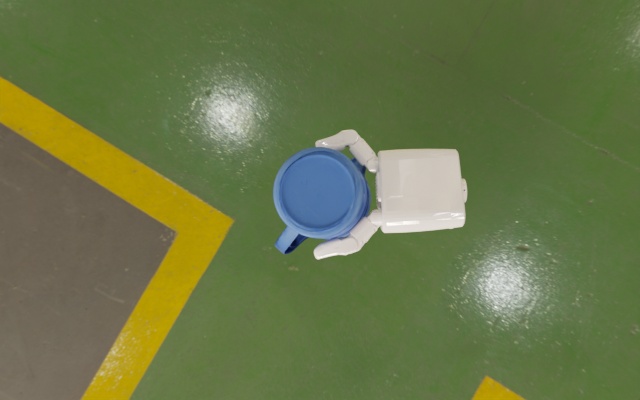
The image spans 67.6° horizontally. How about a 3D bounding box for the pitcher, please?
[{"bbox_3d":[0.000,0.002,0.671,0.145,0.149,0.243,-3,-2,5],"label":"pitcher"}]
